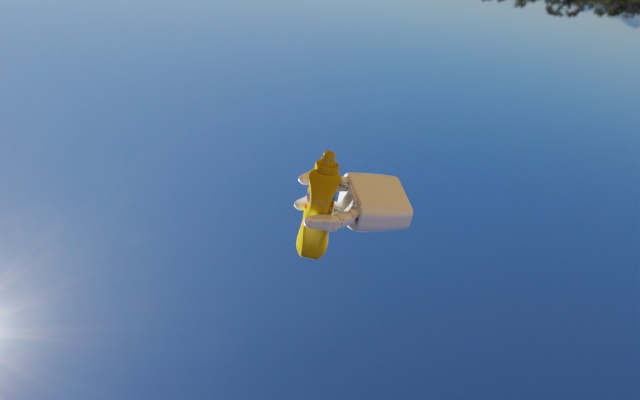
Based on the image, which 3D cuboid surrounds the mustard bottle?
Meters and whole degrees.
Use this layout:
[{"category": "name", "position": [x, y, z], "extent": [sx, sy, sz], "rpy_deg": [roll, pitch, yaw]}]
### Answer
[{"category": "mustard bottle", "position": [0.000, 0.003, 0.847], "extent": [0.058, 0.192, 0.096], "rpy_deg": [13, 28, 2]}]
